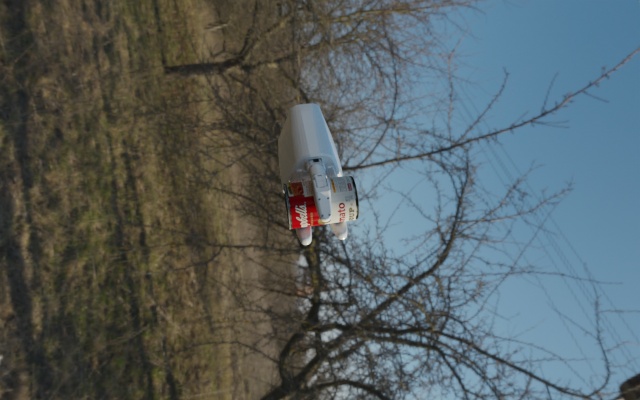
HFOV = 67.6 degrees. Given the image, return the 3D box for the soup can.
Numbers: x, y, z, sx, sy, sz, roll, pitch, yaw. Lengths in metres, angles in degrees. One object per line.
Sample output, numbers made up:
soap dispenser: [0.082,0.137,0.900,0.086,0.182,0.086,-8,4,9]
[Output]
soup can: [0.000,0.003,0.704,0.102,0.068,0.068,-7,1,-6]
